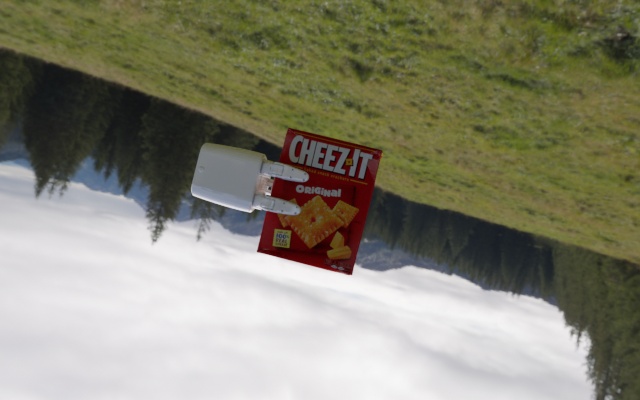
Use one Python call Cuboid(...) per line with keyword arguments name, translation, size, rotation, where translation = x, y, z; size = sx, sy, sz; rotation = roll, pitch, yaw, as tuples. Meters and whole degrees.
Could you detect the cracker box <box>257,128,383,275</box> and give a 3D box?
Cuboid(name="cracker box", translation=(0.000, 0.003, 0.800), size=(0.164, 0.213, 0.072), rotation=(14, -1, 4))
